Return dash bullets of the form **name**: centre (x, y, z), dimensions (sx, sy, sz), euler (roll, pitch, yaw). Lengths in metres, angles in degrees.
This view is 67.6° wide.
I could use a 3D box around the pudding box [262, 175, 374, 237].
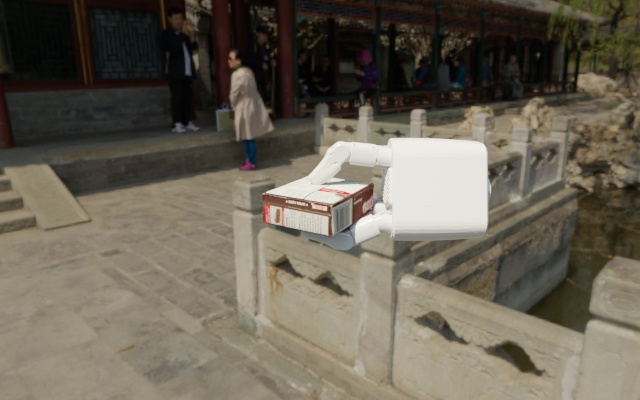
- **pudding box**: centre (0.000, 0.002, 0.550), dimensions (0.090, 0.039, 0.113), euler (9, 17, 27)
